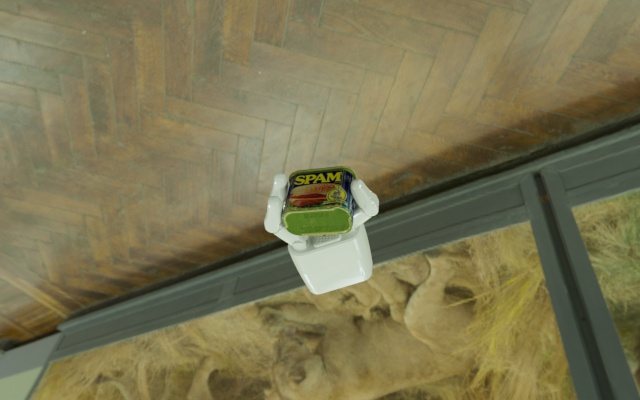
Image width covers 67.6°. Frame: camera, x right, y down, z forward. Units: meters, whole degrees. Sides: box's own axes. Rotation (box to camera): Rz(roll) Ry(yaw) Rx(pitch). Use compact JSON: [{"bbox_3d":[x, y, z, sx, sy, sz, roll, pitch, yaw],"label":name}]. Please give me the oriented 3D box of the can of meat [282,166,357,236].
[{"bbox_3d":[0.000,0.002,0.676,0.102,0.057,0.083,-5,43,14],"label":"can of meat"}]
